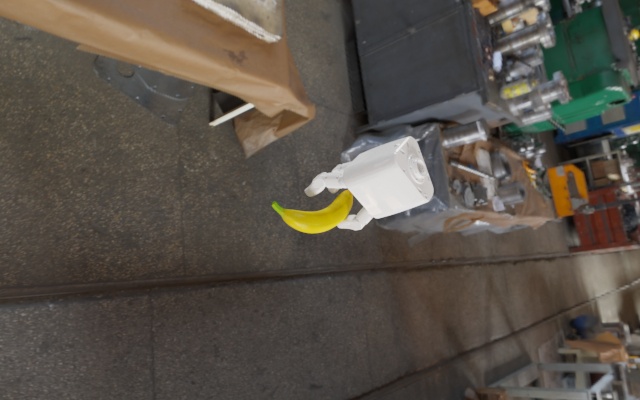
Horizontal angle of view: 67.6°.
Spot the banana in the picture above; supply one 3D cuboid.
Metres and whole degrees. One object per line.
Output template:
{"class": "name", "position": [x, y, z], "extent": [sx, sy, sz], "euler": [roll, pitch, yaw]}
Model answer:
{"class": "banana", "position": [0.003, 0.021, 0.851], "extent": [0.037, 0.069, 0.198], "euler": [-24, -10, 42]}
